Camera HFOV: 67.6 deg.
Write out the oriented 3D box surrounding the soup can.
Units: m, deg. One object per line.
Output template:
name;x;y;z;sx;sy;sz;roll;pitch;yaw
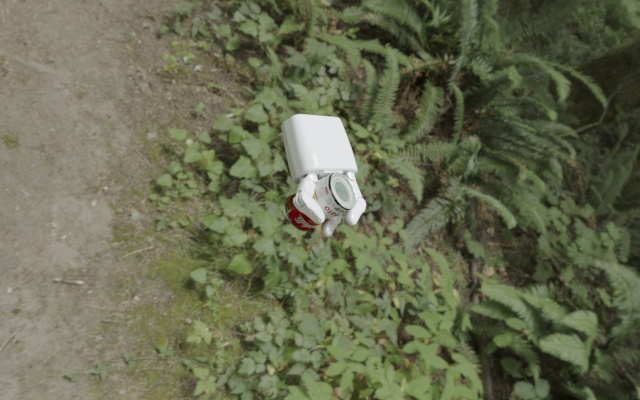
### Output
soup can;0.000;0.003;0.796;0.102;0.068;0.068;-27;-16;34
